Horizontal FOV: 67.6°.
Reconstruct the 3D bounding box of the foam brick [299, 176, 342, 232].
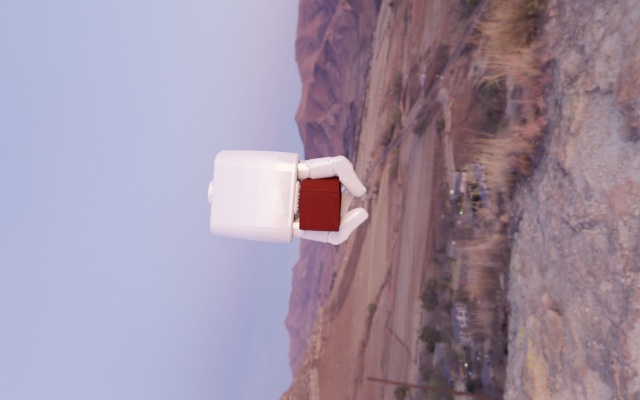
[{"bbox_3d":[0.000,0.002,0.610,0.051,0.053,0.078,3,17,1],"label":"foam brick"}]
